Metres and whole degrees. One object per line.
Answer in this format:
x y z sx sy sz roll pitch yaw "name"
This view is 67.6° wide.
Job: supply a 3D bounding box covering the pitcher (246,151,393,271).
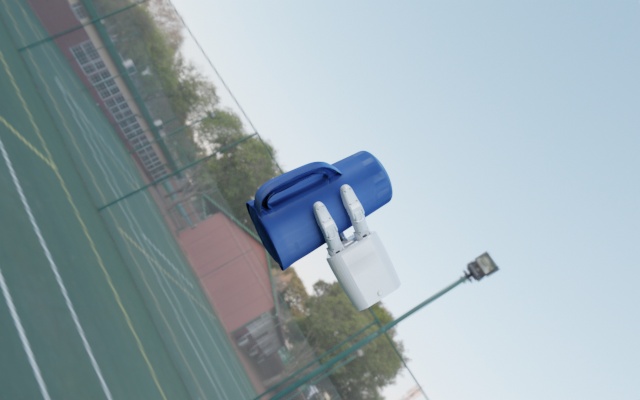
0.000 0.003 0.833 0.243 0.145 0.149 -29 3 -14 "pitcher"
